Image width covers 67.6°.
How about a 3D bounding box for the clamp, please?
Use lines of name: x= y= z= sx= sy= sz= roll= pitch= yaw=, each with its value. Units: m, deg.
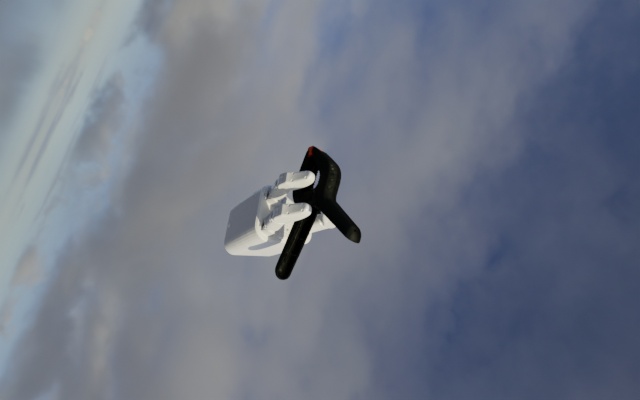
clamp: x=0.001 y=0.002 z=0.705 sx=0.036 sy=0.209 sz=0.164 roll=28 pitch=-36 yaw=-34
